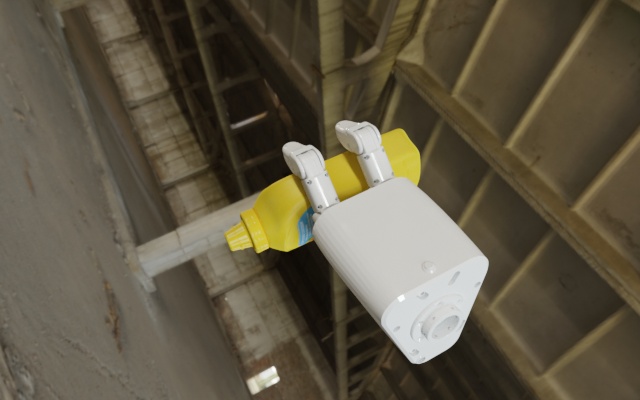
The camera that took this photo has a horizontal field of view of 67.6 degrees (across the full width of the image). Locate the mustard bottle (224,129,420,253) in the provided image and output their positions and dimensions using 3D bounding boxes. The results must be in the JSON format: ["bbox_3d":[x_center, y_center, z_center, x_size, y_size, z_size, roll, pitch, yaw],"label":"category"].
[{"bbox_3d":[0.000,0.001,0.460,0.191,0.058,0.096,-24,-23,-14],"label":"mustard bottle"}]
